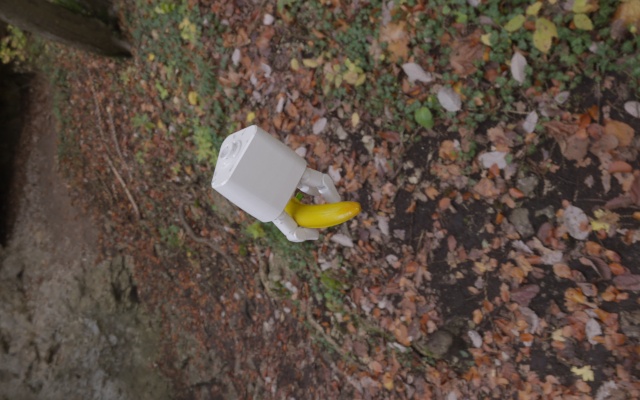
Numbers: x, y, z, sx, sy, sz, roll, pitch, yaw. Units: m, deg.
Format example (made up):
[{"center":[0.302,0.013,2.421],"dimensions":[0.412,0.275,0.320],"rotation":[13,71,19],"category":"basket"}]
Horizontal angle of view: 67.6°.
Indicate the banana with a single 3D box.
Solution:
[{"center":[-0.014,0.015,0.778],"dimensions":[0.037,0.069,0.198],"rotation":[51,-19,-27],"category":"banana"}]
